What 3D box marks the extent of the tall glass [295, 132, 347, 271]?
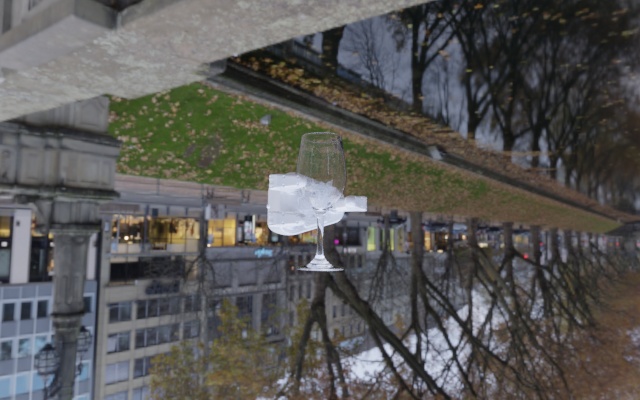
[{"bbox_3d":[0.000,0.003,0.717,0.079,0.201,0.079,1,-4,0],"label":"tall glass"}]
